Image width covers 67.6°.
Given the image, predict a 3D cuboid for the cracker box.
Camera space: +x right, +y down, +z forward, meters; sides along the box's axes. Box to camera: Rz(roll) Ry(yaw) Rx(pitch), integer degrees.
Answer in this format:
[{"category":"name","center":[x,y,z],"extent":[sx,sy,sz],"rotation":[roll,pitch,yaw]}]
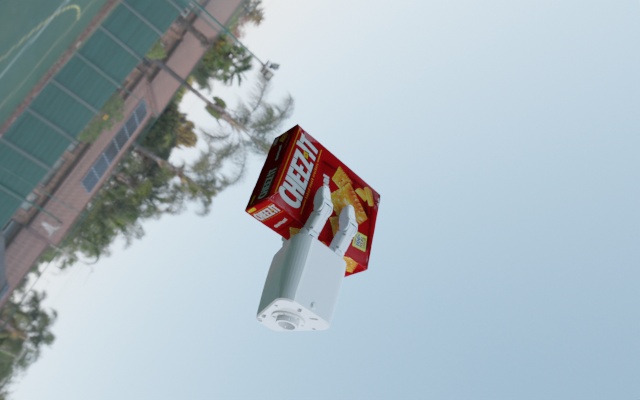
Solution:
[{"category":"cracker box","center":[0.000,0.003,0.790],"extent":[0.214,0.164,0.072],"rotation":[38,-42,-26]}]
